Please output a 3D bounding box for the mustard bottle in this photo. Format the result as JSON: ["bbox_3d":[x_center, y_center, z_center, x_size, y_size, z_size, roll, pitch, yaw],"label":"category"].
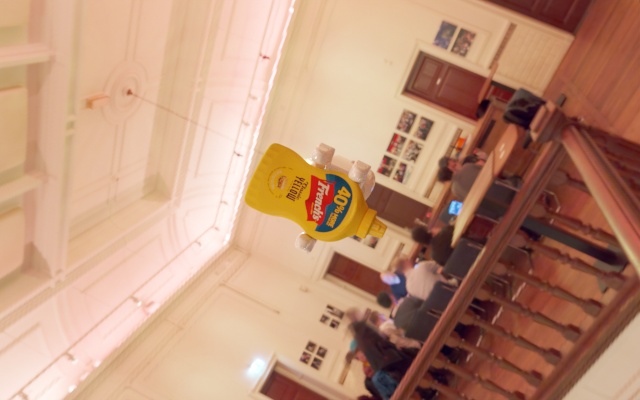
[{"bbox_3d":[0.000,0.002,0.648,0.191,0.096,0.058,25,-6,8],"label":"mustard bottle"}]
